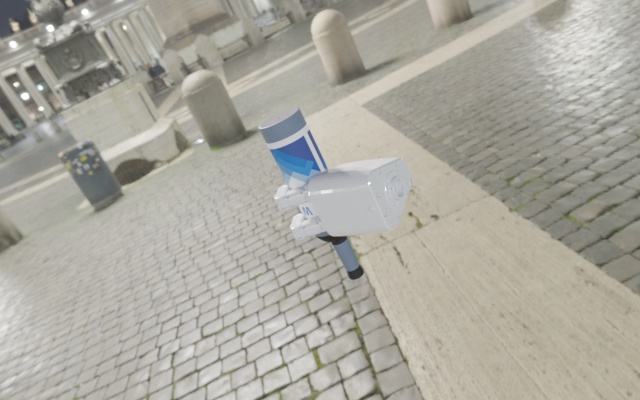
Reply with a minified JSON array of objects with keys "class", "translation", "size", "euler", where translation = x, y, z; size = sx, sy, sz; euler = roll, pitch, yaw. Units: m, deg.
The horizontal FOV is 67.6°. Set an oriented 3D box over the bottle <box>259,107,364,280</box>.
[{"class":"bottle","translation":[0.000,0.002,0.746],"size":[0.069,0.296,0.069],"euler":[-22,22,10]}]
